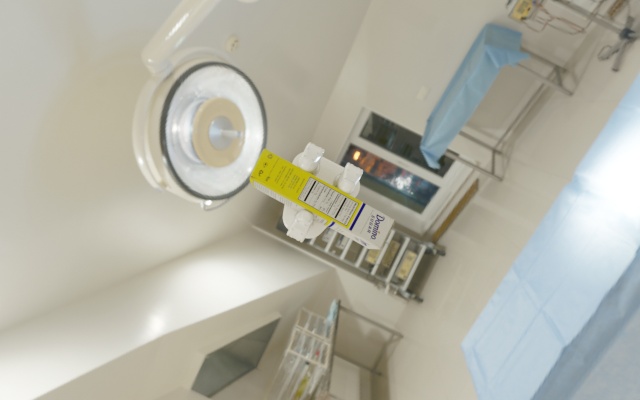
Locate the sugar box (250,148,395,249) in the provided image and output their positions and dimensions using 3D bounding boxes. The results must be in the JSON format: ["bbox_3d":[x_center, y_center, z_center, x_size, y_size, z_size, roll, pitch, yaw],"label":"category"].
[{"bbox_3d":[0.000,0.001,0.595,0.176,0.048,0.093,26,-6,-1],"label":"sugar box"}]
